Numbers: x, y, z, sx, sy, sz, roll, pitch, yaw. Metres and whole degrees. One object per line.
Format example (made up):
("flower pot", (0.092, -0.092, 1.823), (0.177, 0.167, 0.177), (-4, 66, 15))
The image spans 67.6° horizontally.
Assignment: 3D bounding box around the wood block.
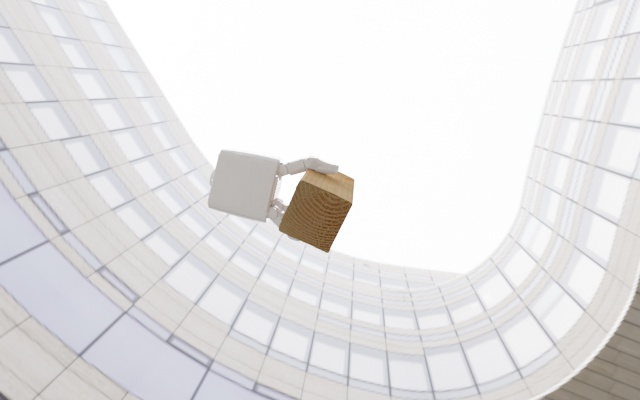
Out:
("wood block", (0.000, 0.002, 0.821), (0.090, 0.091, 0.206), (25, 14, -1))
